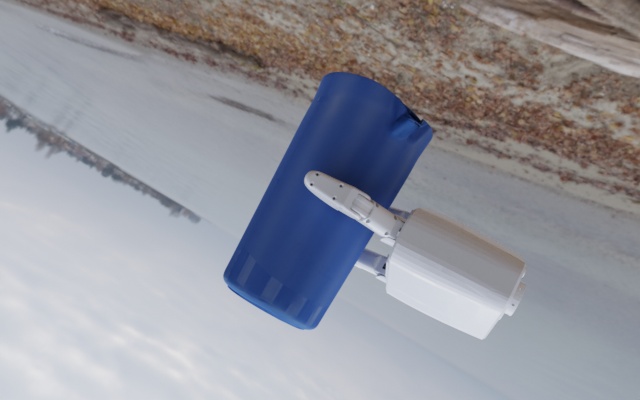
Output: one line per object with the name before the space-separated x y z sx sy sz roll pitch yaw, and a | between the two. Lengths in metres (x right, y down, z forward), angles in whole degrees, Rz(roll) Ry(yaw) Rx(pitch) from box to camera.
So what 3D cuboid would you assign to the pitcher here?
pitcher | 0.000 0.002 0.503 0.145 0.243 0.149 27 -10 18
